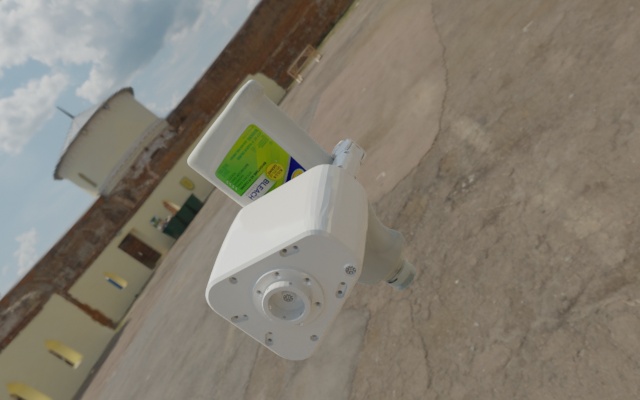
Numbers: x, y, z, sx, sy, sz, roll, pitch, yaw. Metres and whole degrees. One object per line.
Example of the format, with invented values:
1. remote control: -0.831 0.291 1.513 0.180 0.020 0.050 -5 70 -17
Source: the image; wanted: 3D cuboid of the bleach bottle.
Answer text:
1. bleach bottle: 0.000 0.002 0.472 0.251 0.102 0.068 38 23 -13
